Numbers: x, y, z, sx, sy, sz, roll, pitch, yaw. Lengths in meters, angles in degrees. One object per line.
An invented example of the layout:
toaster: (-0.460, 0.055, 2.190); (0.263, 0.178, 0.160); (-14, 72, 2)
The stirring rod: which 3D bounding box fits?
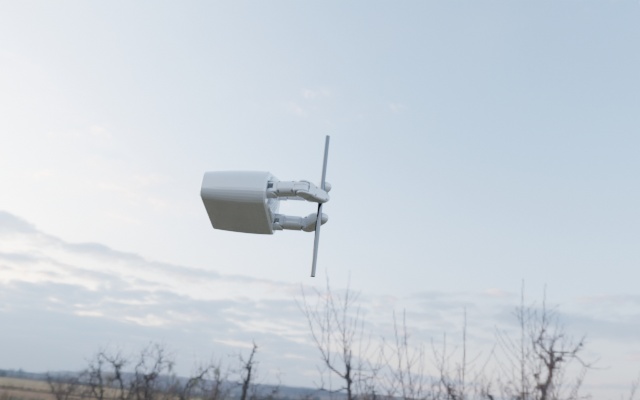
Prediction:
stirring rod: (0.000, 0.003, 0.752); (0.011, 0.239, 0.011); (5, -23, 2)
